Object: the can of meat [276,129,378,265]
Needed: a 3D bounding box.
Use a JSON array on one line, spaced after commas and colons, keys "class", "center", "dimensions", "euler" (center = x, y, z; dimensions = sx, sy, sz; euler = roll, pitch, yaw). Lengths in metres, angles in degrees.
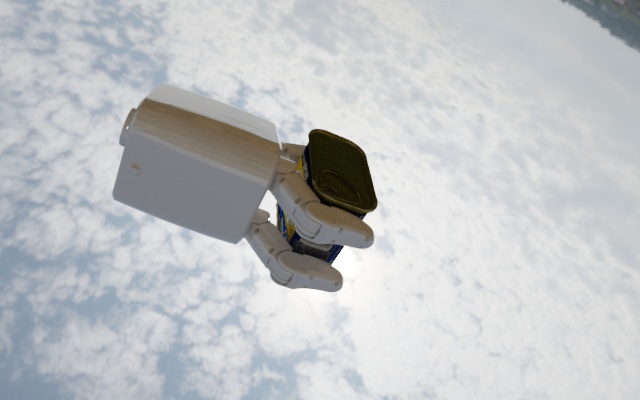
[{"class": "can of meat", "center": [0.000, 0.002, 0.417], "dimensions": [0.057, 0.084, 0.102], "euler": [19, 35, -19]}]
